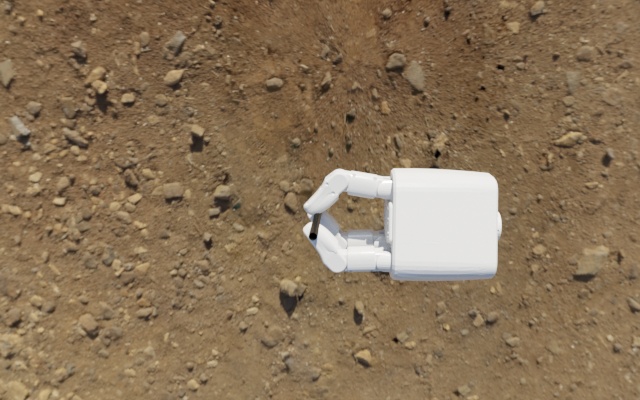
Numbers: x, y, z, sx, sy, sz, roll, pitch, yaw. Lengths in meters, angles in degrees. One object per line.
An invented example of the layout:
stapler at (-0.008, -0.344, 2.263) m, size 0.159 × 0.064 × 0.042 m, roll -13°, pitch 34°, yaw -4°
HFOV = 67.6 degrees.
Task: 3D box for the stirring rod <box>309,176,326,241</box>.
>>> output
stirring rod at (0.000, 0.002, 0.565) m, size 0.011 × 0.011 × 0.239 m, roll 0°, pitch 16°, yaw 4°
